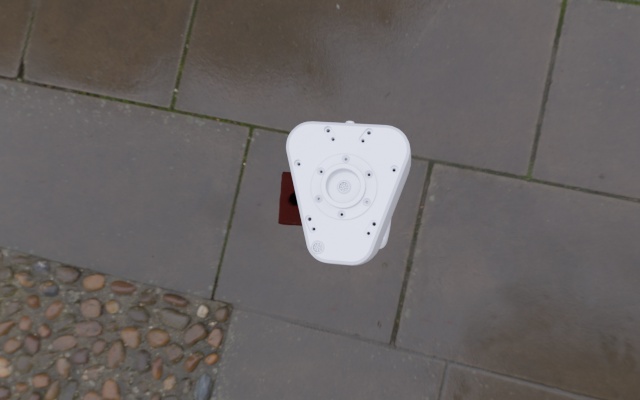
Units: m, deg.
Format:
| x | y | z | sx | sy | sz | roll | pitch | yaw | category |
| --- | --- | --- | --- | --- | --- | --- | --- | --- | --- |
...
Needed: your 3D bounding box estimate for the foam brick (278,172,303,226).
| x | y | z | sx | sy | sz | roll | pitch | yaw | category |
| --- | --- | --- | --- | --- | --- | --- | --- | --- | --- |
| 0.000 | 0.002 | 0.483 | 0.078 | 0.053 | 0.051 | 4 | -3 | 7 | foam brick |
